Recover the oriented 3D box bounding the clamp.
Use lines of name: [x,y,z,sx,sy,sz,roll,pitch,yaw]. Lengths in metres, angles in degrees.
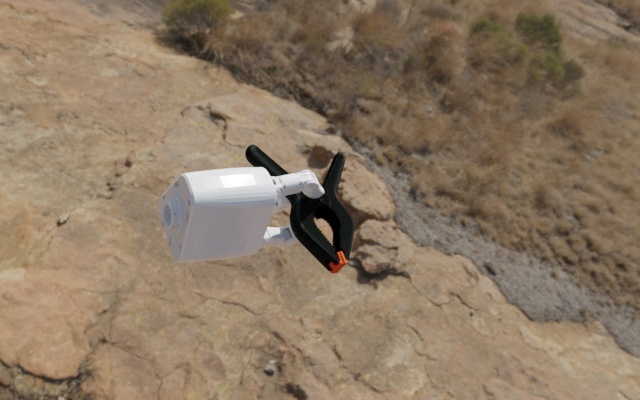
clamp: [0.000,0.002,0.674,0.164,0.210,0.036,-7,-32,-36]
